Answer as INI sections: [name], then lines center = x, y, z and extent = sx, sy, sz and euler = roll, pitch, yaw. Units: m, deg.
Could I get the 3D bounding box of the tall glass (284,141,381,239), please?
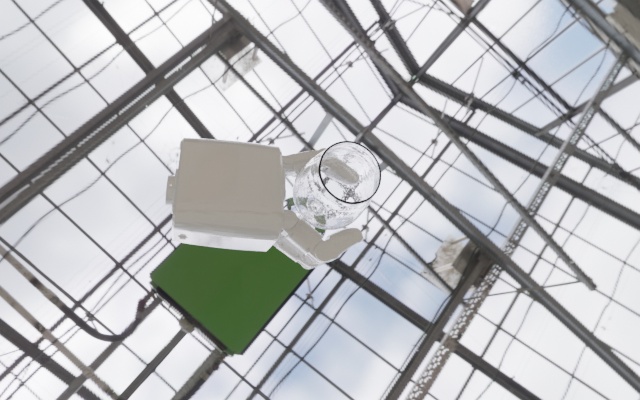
[tall glass]
center = 0.000, 0.002, 0.529
extent = 0.079, 0.079, 0.201
euler = 0, -16, -17
